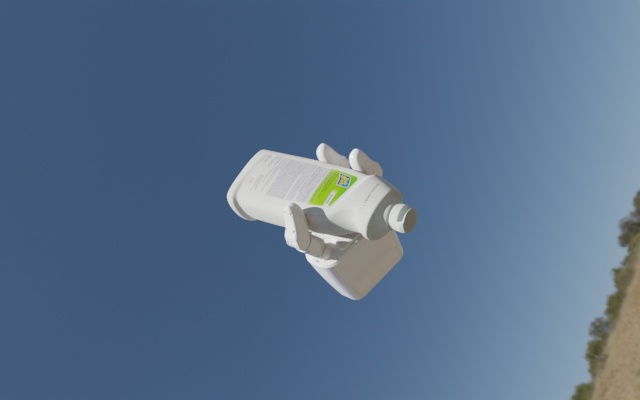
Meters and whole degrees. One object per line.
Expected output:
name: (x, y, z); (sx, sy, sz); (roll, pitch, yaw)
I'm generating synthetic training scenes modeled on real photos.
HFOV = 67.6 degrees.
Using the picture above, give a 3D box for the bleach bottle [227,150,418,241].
bleach bottle: (0.000, 0.002, 0.593); (0.251, 0.102, 0.068); (16, -25, 39)
